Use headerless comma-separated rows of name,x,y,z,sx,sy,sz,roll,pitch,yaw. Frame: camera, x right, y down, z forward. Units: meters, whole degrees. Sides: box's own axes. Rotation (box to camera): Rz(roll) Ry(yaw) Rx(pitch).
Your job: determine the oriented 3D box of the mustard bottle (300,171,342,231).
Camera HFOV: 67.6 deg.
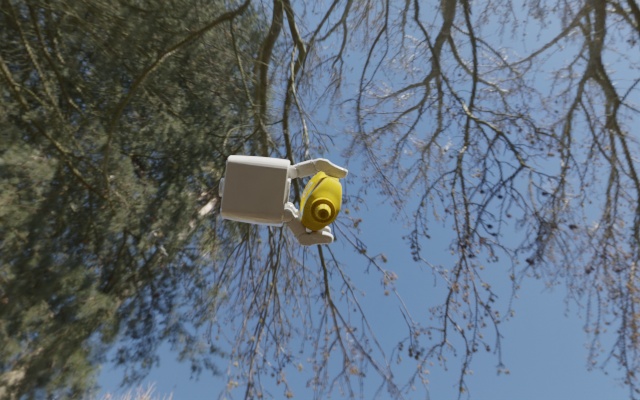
mustard bottle,0.000,0.003,0.833,0.058,0.096,0.191,31,8,-7
